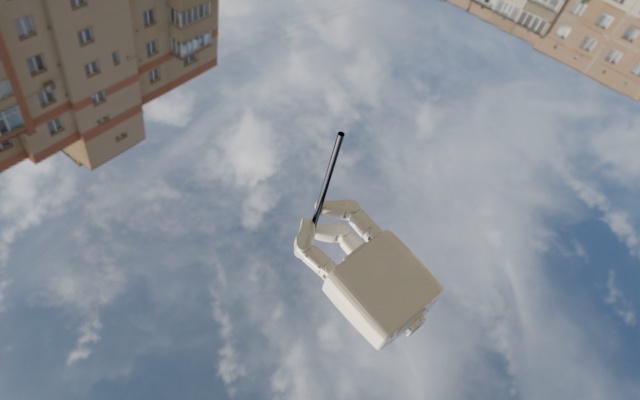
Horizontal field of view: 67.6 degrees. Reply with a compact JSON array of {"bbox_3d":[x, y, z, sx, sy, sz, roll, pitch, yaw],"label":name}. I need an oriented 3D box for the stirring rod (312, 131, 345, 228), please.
[{"bbox_3d":[0.000,0.002,0.620,0.011,0.011,0.240,0,-39,-14],"label":"stirring rod"}]
